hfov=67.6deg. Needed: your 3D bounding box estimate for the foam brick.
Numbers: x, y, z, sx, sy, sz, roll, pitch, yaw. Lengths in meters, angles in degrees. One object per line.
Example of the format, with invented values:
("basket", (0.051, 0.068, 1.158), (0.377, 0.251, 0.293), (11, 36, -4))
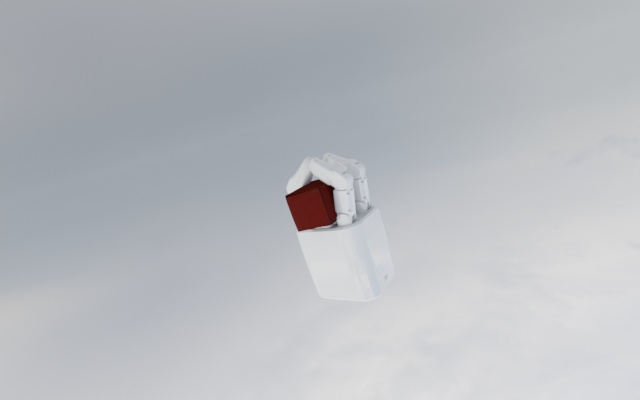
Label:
("foam brick", (0.000, 0.002, 0.633), (0.053, 0.051, 0.078), (-13, 10, 30))
